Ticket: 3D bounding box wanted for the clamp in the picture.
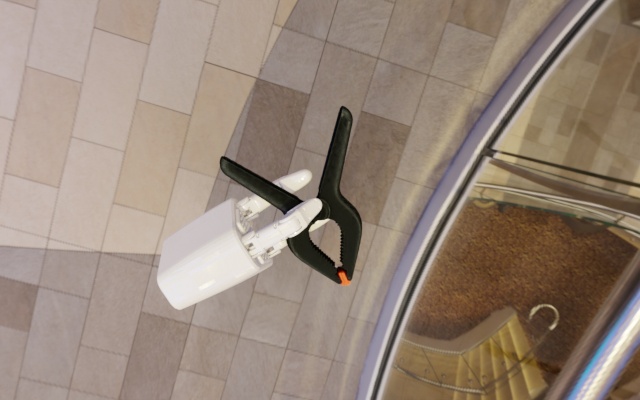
[{"bbox_3d":[0.000,0.003,0.573,0.164,0.210,0.036,-29,11,4],"label":"clamp"}]
